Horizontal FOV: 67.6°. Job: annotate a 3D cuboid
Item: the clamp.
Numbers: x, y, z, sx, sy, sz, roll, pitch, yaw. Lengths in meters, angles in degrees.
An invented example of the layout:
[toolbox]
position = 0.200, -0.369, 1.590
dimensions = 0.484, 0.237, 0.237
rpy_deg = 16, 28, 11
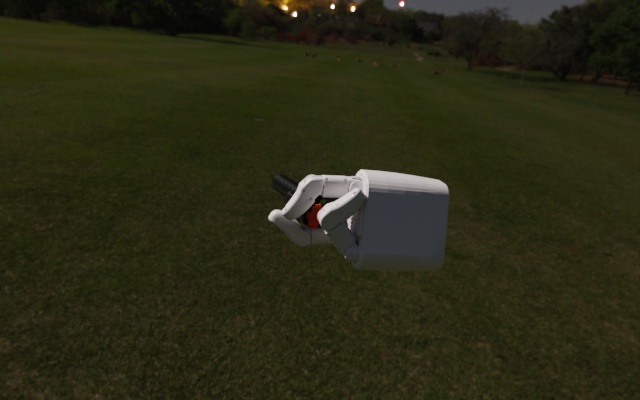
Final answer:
[clamp]
position = 0.000, 0.002, 0.643
dimensions = 0.120, 0.039, 0.171
rpy_deg = 5, 17, -12
